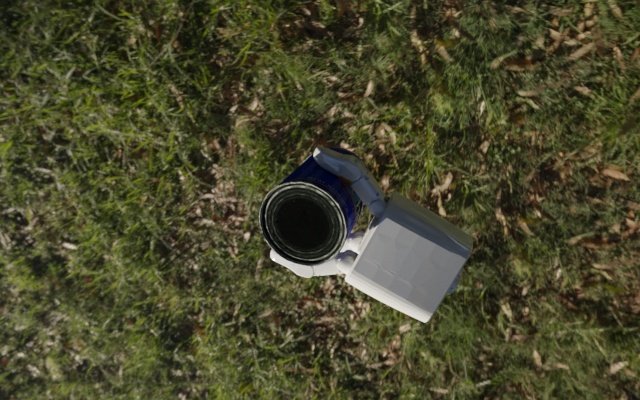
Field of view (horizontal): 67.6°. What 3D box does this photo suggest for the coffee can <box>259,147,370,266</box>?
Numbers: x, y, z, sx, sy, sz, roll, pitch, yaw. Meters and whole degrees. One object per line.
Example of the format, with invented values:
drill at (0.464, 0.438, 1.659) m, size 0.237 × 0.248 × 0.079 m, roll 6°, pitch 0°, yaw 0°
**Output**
coffee can at (0.000, 0.002, 0.584) m, size 0.103 × 0.103 × 0.140 m, roll 0°, pitch 21°, yaw 19°
